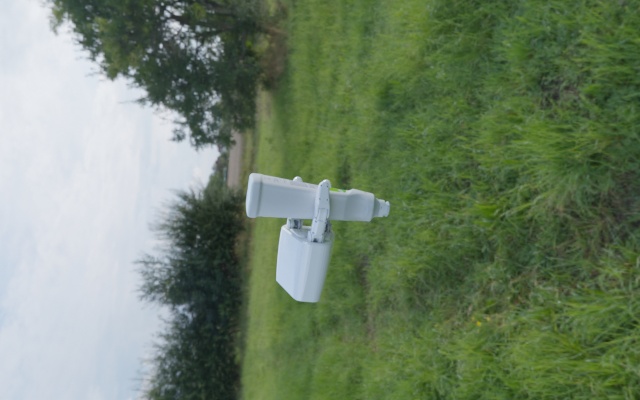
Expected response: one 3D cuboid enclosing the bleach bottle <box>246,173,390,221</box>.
[{"bbox_3d":[0.000,0.003,0.831,0.251,0.068,0.102,7,12,-12],"label":"bleach bottle"}]
